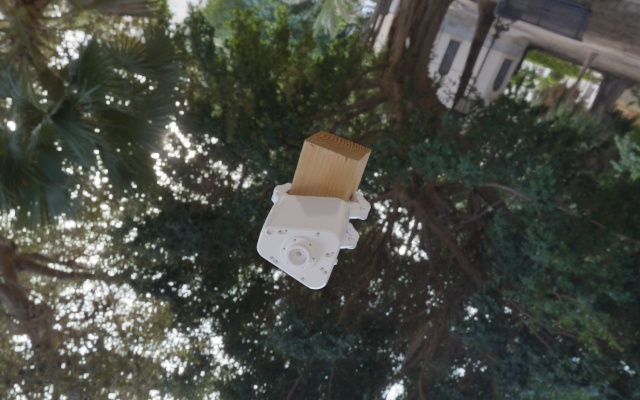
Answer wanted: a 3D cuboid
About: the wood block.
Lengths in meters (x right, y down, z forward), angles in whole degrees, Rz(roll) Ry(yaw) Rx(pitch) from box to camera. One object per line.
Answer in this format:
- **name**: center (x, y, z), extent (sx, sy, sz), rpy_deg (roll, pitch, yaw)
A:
- **wood block**: center (0.000, 0.003, 0.784), extent (0.091, 0.206, 0.090), rpy_deg (23, 24, 11)
